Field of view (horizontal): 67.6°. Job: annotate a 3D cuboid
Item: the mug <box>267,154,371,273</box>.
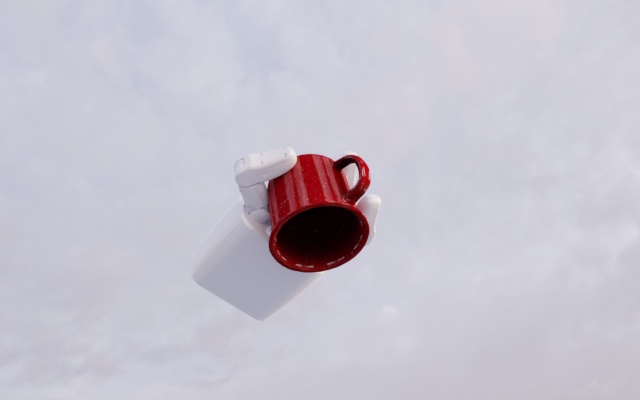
[{"bbox_3d":[0.001,0.000,0.455,0.093,0.081,0.117,28,-59,-33],"label":"mug"}]
